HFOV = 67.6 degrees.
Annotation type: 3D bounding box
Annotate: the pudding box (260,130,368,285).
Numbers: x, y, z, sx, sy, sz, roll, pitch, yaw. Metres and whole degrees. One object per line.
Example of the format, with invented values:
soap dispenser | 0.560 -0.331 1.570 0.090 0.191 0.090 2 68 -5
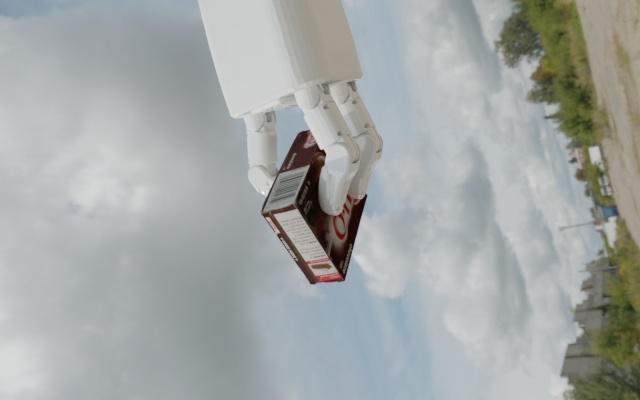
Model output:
pudding box | 0.000 0.001 0.415 0.039 0.090 0.113 -12 37 30
